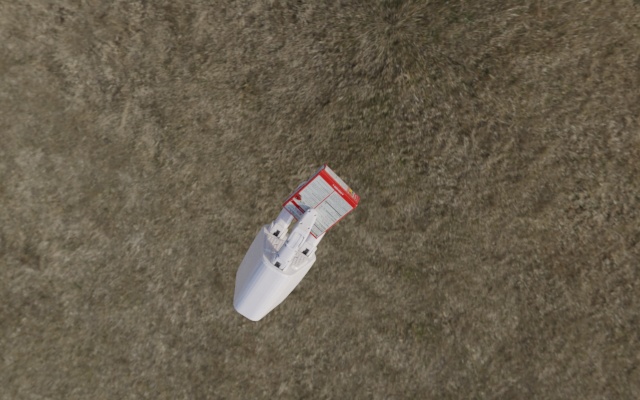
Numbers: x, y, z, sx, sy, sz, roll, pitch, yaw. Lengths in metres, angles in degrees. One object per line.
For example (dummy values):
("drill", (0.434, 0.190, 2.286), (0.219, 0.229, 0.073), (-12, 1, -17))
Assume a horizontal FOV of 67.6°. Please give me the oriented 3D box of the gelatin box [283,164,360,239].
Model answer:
("gelatin box", (0.000, 0.002, 0.696), (0.089, 0.073, 0.030), (-41, 11, 26))
